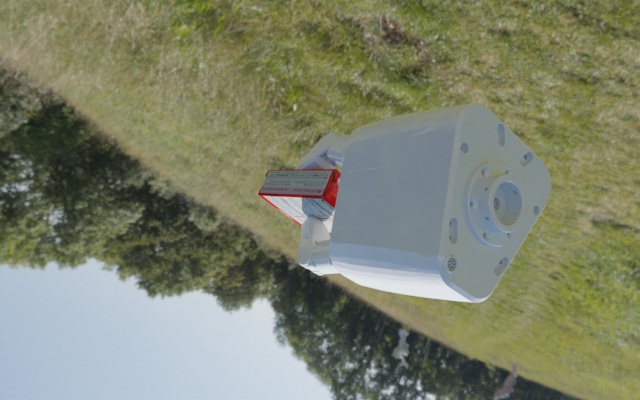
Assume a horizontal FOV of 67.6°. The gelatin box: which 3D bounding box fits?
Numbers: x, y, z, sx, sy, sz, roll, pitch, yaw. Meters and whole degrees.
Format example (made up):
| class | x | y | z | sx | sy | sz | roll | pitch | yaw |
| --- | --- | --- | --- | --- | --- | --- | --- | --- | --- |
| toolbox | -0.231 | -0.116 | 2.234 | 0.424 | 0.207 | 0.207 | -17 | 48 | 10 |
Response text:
| class | x | y | z | sx | sy | sz | roll | pitch | yaw |
| --- | --- | --- | --- | --- | --- | --- | --- | --- | --- |
| gelatin box | 0.000 | 0.002 | 0.426 | 0.089 | 0.030 | 0.073 | 2 | -27 | 45 |
